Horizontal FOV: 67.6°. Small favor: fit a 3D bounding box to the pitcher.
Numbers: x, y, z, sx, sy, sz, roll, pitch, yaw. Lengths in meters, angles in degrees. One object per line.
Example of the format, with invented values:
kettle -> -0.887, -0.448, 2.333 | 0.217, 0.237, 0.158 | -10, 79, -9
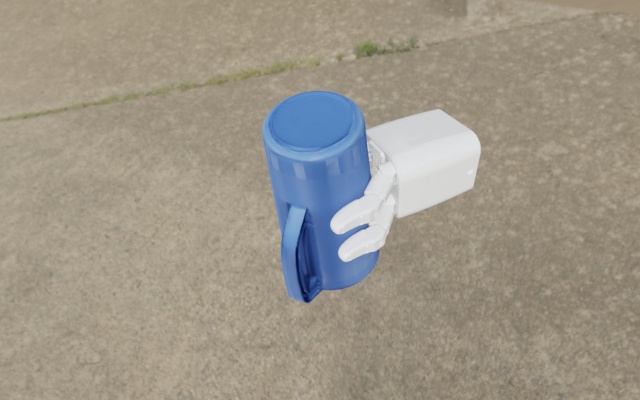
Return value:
pitcher -> 0.000, 0.002, 0.573 | 0.145, 0.149, 0.243 | -19, -40, -8
